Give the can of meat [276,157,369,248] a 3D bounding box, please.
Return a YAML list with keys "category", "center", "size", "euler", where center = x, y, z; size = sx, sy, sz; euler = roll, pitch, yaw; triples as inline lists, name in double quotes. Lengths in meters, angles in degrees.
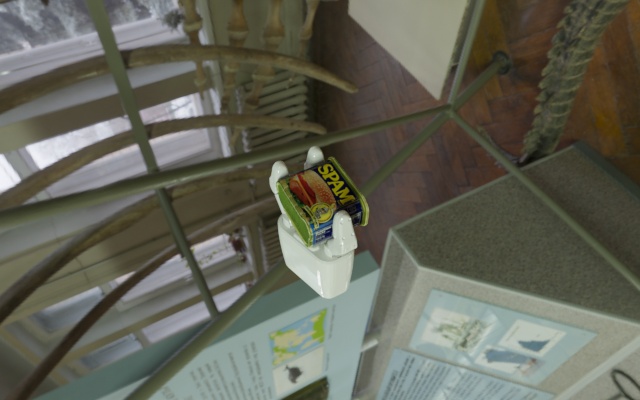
- category: "can of meat"
  center: [0.000, 0.002, 0.619]
  size: [0.084, 0.102, 0.057]
  euler: [-23, -33, -17]
